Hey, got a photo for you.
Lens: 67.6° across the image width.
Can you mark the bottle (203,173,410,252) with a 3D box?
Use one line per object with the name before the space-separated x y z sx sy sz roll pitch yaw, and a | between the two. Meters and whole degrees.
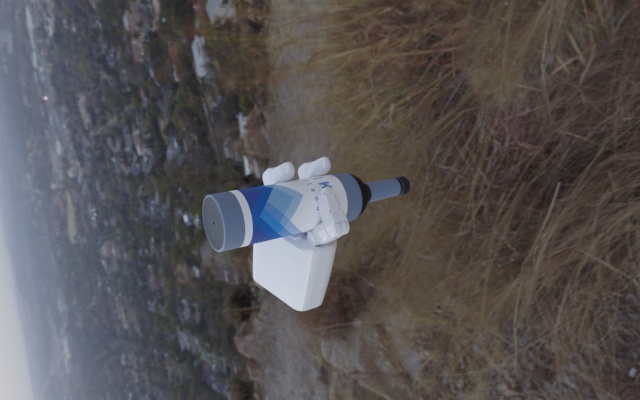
bottle | 0.000 0.002 0.620 0.295 0.069 0.069 -11 6 -32
